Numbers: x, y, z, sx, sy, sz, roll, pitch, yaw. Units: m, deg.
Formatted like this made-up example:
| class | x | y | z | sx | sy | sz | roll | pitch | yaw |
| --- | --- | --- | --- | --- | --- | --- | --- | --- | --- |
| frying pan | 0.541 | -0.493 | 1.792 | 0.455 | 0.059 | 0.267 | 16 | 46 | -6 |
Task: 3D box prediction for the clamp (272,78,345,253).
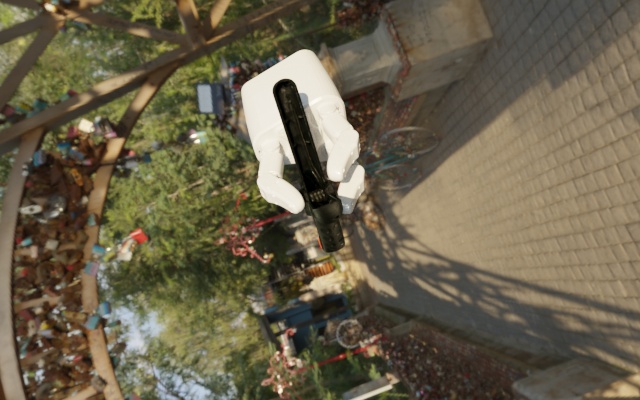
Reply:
| class | x | y | z | sx | sy | sz | roll | pitch | yaw |
| --- | --- | --- | --- | --- | --- | --- | --- | --- | --- |
| clamp | -0.001 | 0.002 | 0.494 | 0.036 | 0.164 | 0.210 | -17 | -40 | -2 |
